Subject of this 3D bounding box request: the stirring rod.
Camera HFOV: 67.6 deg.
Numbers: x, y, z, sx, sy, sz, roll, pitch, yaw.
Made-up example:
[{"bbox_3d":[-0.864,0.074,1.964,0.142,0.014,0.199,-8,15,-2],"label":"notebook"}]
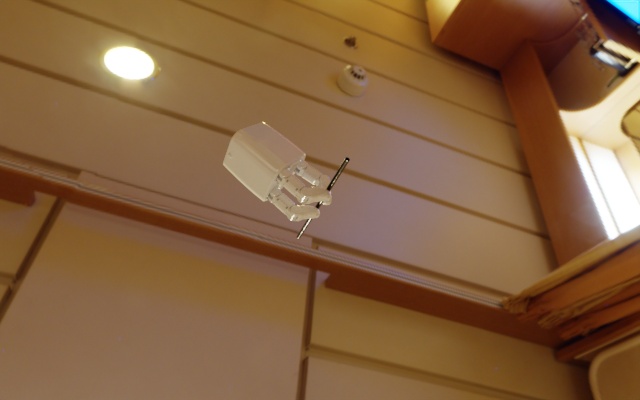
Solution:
[{"bbox_3d":[0.000,0.003,0.865,0.011,0.011,0.240,0,-36,-27],"label":"stirring rod"}]
